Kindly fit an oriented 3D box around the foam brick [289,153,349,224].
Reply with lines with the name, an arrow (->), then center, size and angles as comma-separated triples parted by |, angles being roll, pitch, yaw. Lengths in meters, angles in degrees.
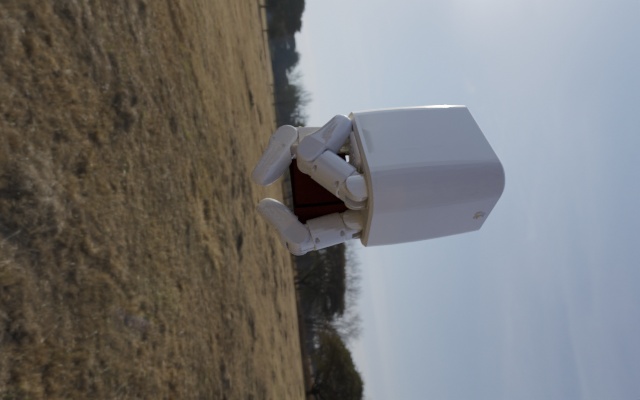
foam brick -> 0.000, 0.002, 0.443 | 0.051, 0.053, 0.078 | -6, -29, -3
